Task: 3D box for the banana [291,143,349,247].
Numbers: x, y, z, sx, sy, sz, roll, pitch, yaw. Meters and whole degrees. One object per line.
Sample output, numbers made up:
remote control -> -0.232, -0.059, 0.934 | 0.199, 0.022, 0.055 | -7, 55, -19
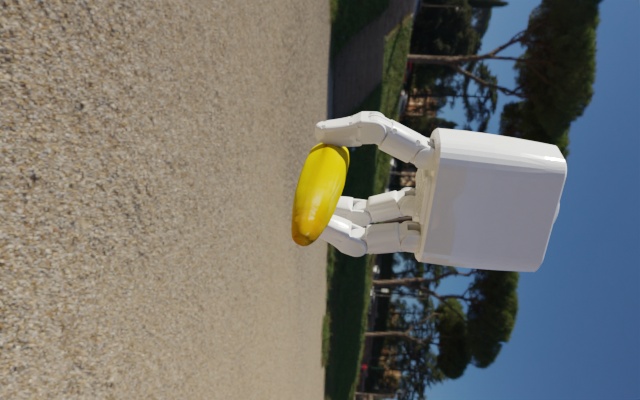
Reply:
banana -> 0.003, -0.017, 0.416 | 0.037, 0.069, 0.197 | 10, 11, 2
